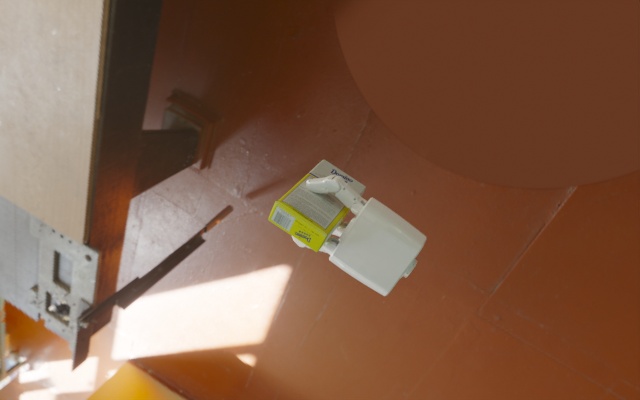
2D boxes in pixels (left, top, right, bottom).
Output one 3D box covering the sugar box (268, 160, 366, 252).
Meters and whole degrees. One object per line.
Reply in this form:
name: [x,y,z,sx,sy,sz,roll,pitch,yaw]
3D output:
sugar box: [0.000,0.003,0.772,0.093,0.048,0.176,34,33,8]
